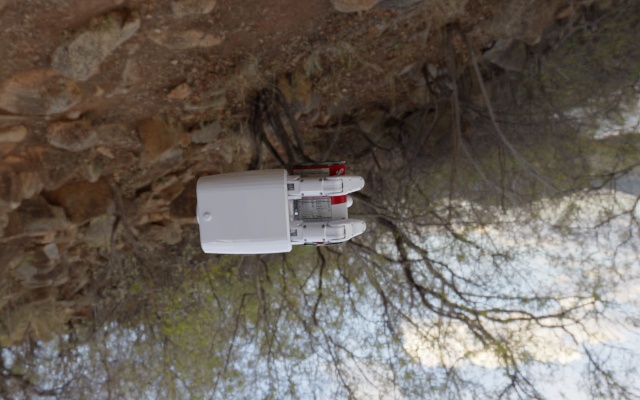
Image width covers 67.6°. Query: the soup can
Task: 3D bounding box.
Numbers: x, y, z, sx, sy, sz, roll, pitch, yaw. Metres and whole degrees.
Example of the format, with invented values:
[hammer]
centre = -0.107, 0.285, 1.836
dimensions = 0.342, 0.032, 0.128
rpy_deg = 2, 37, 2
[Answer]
[soup can]
centre = 0.001, 0.002, 0.608
dimensions = 0.068, 0.102, 0.068
rpy_deg = -3, 6, 0
